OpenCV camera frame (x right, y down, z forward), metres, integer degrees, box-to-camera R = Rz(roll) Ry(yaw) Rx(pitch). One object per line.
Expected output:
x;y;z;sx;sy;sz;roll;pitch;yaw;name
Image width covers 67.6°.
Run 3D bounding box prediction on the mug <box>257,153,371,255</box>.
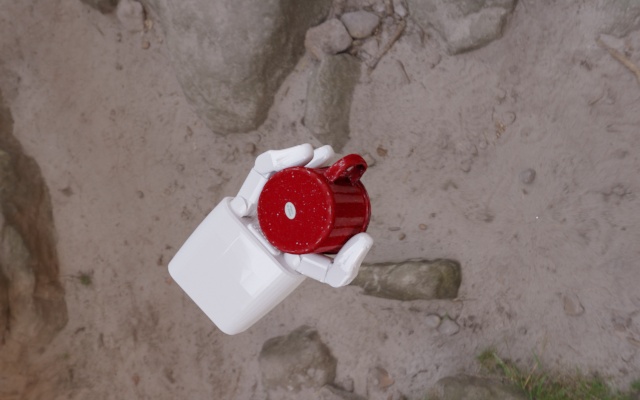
0.001;0.001;0.461;0.117;0.093;0.081;-46;-19;18;mug
